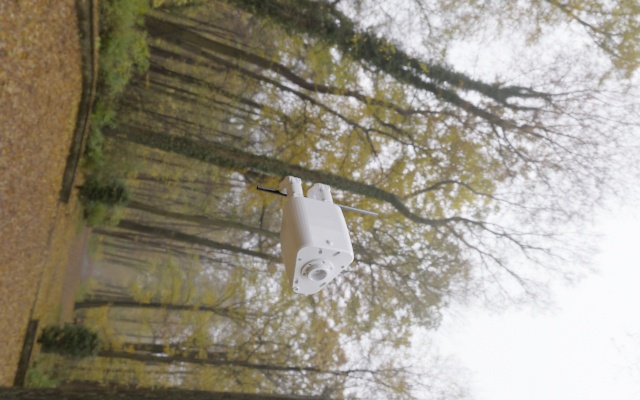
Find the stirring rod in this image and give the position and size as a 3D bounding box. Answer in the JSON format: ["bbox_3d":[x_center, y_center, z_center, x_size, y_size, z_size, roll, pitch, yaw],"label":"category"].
[{"bbox_3d":[0.000,0.003,0.860,0.239,0.011,0.011,13,-5,-24],"label":"stirring rod"}]
